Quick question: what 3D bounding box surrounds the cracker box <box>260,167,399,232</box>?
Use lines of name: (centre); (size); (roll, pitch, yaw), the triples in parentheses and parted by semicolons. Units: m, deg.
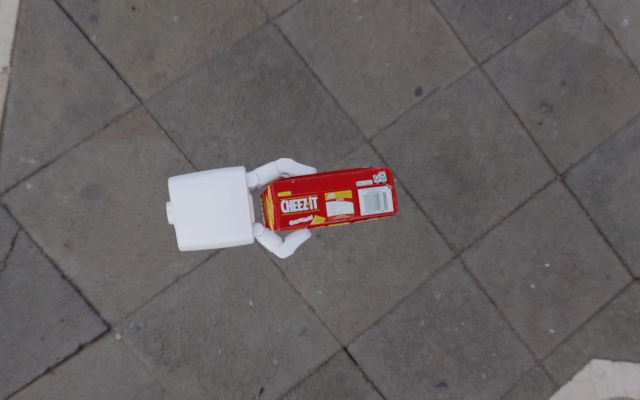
cracker box: (0.000, 0.002, 0.710); (0.164, 0.072, 0.214); (-8, -2, -11)
